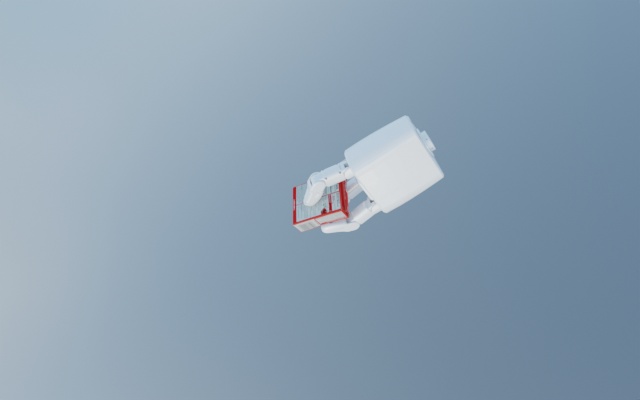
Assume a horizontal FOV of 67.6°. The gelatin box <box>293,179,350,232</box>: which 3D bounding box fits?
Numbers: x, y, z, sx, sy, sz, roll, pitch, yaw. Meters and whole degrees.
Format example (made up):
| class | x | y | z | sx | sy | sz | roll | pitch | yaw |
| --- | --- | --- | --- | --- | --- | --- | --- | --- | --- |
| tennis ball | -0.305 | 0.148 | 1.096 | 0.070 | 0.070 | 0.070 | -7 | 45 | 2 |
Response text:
| class | x | y | z | sx | sy | sz | roll | pitch | yaw |
| --- | --- | --- | --- | --- | --- | --- | --- | --- | --- |
| gelatin box | 0.000 | 0.002 | 0.753 | 0.089 | 0.073 | 0.030 | -18 | -37 | 21 |
